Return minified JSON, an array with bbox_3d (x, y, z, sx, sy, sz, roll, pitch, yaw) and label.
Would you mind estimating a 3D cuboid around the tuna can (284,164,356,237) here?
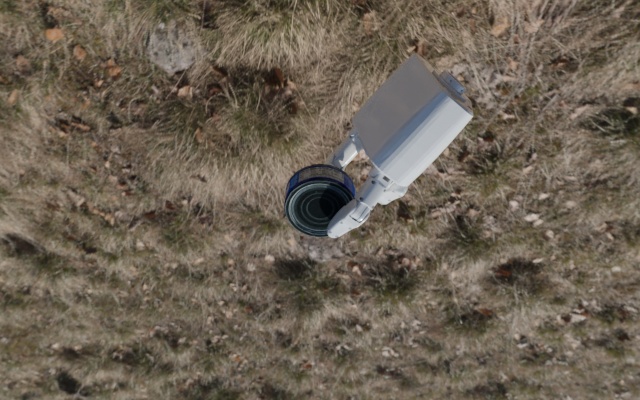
[{"bbox_3d":[0.000,0.002,0.564,0.086,0.086,0.033,0,35,1],"label":"tuna can"}]
